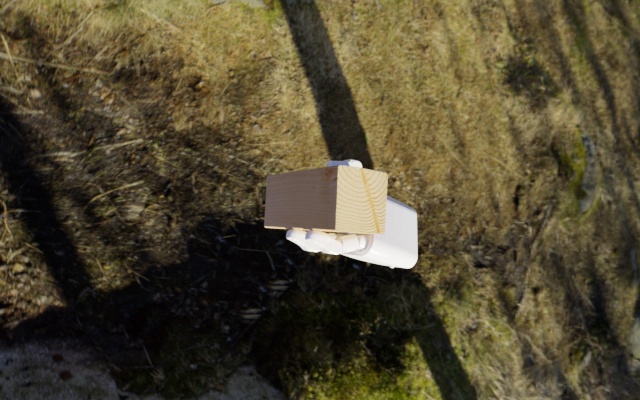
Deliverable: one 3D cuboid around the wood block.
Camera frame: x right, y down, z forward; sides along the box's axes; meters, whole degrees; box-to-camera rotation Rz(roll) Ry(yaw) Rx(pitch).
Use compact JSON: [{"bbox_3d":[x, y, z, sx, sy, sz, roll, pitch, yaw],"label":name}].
[{"bbox_3d":[0.001,0.002,0.738,0.090,0.091,0.206,6,-5,-34],"label":"wood block"}]
